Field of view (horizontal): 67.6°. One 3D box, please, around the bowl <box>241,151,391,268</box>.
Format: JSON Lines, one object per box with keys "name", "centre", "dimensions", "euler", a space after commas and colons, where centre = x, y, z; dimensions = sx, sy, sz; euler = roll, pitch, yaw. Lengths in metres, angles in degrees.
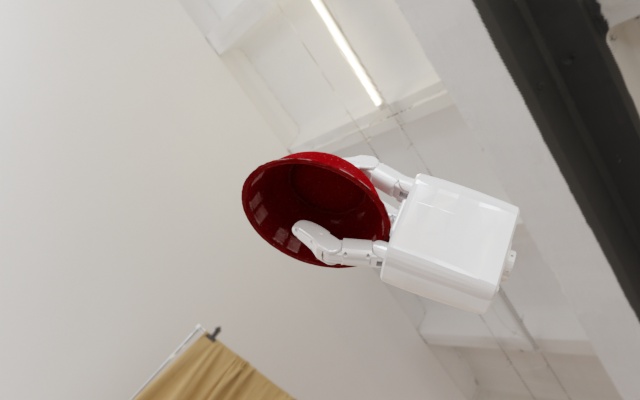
{"name": "bowl", "centre": [-0.001, 0.001, 0.511], "dimensions": [0.162, 0.055, 0.162], "euler": [11, -42, 11]}
